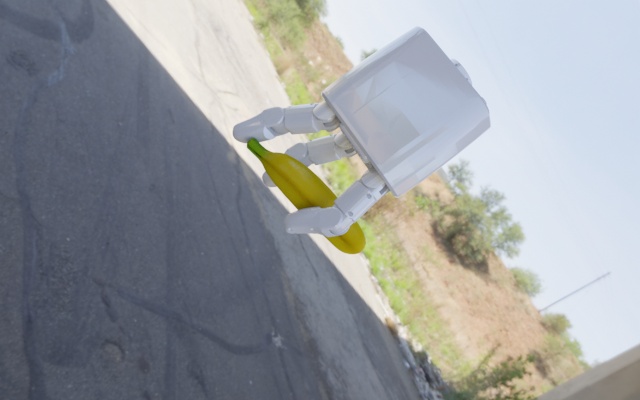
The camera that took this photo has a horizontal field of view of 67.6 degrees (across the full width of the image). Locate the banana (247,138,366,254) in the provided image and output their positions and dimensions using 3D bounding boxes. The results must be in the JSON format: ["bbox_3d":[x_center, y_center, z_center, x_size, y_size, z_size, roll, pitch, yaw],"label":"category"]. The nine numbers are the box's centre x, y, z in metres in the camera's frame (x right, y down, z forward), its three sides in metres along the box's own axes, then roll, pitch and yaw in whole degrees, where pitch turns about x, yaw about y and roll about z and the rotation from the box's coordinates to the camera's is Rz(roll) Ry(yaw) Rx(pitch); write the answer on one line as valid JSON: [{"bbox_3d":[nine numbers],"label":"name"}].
[{"bbox_3d":[0.005,0.009,0.487,0.198,0.037,0.069,48,5,-38],"label":"banana"}]
